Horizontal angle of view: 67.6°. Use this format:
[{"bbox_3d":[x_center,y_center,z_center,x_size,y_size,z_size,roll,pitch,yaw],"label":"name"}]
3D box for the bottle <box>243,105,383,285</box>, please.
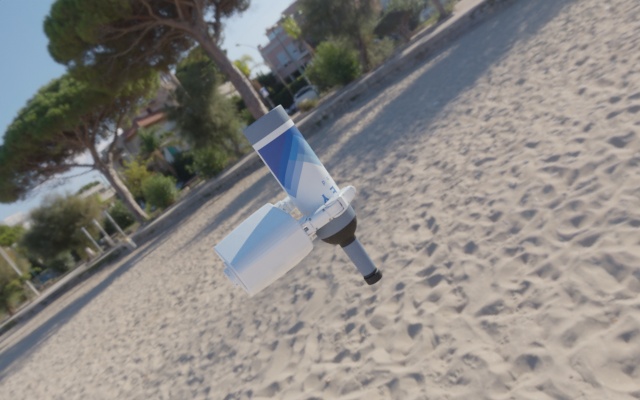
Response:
[{"bbox_3d":[0.000,0.002,0.699,0.069,0.296,0.069,-34,11,7],"label":"bottle"}]
